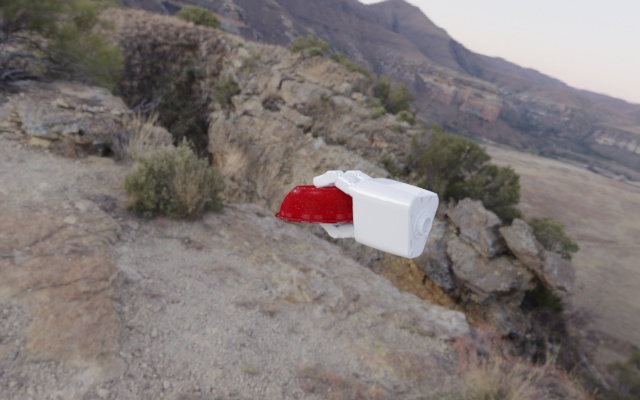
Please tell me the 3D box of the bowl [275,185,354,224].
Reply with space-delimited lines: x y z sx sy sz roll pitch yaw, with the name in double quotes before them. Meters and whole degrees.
"bowl" -0.001 0.002 0.847 0.162 0.055 0.162 1 6 0
